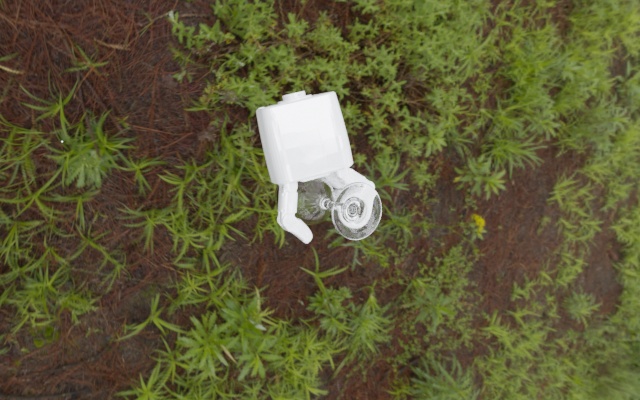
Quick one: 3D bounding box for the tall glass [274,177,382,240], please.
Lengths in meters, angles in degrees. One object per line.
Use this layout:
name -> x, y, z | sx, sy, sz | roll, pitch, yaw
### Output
tall glass -> 0.000, 0.002, 0.689 | 0.079, 0.079, 0.201 | 0, 6, -28
